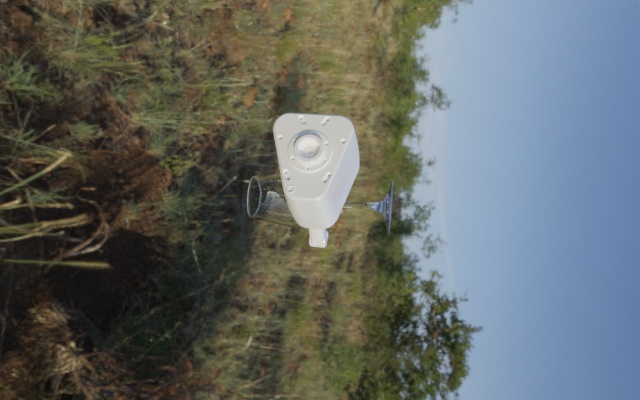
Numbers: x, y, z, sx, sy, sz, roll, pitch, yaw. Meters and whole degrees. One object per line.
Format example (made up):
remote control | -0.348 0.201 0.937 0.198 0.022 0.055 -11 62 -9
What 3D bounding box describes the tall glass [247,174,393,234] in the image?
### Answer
tall glass | 0.001 0.002 0.680 0.201 0.079 0.079 4 0 7
